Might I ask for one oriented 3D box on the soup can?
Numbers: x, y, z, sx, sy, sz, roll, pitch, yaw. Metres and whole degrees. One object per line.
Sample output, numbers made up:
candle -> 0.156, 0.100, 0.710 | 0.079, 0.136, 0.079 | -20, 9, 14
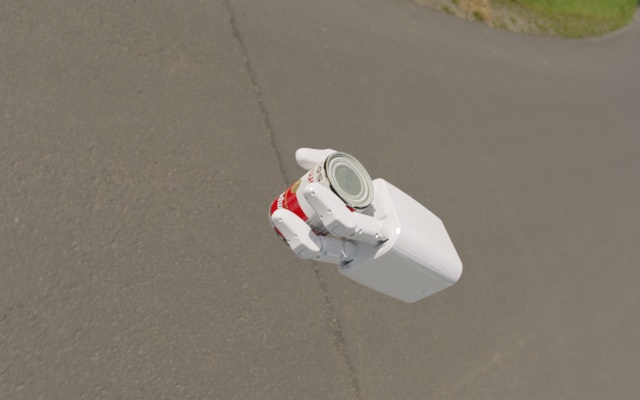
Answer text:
soup can -> 0.000, 0.001, 0.516 | 0.068, 0.068, 0.102 | 0, -28, -44
